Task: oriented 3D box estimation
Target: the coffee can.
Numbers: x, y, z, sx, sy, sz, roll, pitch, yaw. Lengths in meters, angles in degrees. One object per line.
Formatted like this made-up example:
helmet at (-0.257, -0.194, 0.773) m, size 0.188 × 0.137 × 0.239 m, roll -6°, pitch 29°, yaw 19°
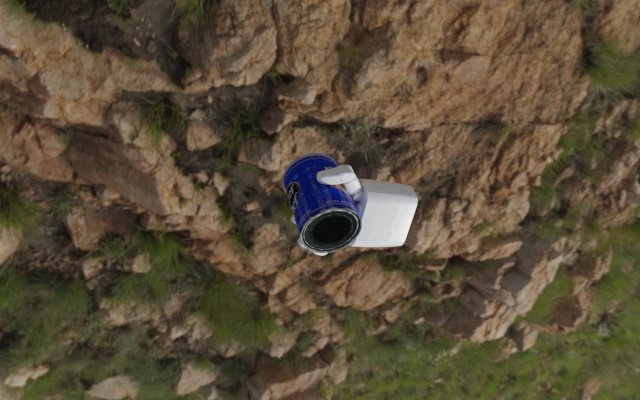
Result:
coffee can at (0.000, 0.002, 0.804) m, size 0.103 × 0.103 × 0.140 m, roll 0°, pitch 42°, yaw -20°
